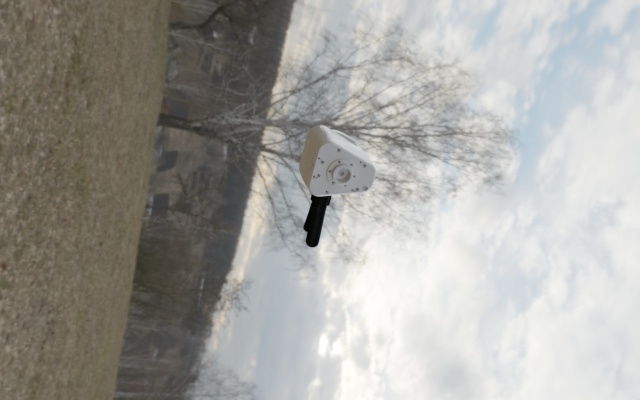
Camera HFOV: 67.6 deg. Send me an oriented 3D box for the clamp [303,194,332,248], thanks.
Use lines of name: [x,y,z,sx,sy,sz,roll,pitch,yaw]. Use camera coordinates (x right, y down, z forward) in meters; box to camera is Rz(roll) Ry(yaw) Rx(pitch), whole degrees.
clamp: [0.001,0.003,0.888,0.039,0.171,0.120,10,19,-12]
